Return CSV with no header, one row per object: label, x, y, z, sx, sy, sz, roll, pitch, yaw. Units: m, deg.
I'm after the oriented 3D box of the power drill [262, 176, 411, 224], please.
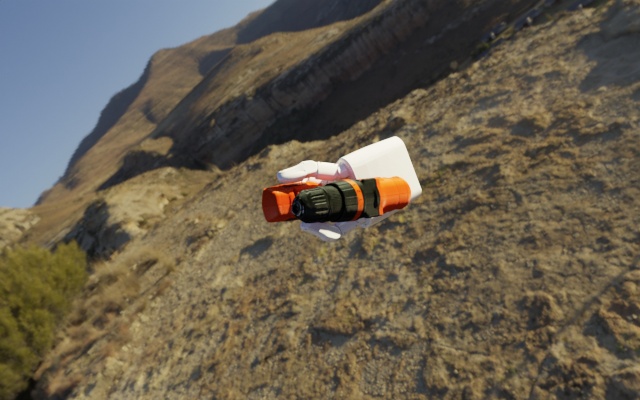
power drill,0.000,0.002,0.648,0.184,0.057,0.187,-6,3,-39
